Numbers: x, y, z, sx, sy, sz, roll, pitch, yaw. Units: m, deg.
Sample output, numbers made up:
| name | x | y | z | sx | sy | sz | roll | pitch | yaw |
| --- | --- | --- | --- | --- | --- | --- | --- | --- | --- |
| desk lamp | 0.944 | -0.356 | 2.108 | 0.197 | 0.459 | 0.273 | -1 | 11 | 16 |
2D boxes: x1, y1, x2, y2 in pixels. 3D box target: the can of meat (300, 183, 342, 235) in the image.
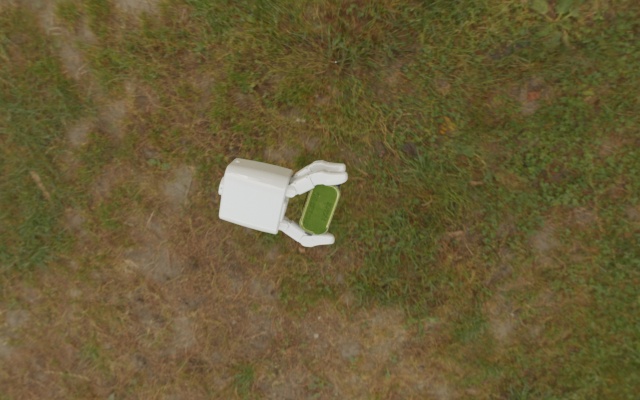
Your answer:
| name | x | y | z | sx | sy | sz | roll | pitch | yaw |
| --- | --- | --- | --- | --- | --- | --- | --- | --- | --- |
| can of meat | 0.000 | 0.003 | 0.850 | 0.057 | 0.102 | 0.084 | 18 | 16 | -3 |
